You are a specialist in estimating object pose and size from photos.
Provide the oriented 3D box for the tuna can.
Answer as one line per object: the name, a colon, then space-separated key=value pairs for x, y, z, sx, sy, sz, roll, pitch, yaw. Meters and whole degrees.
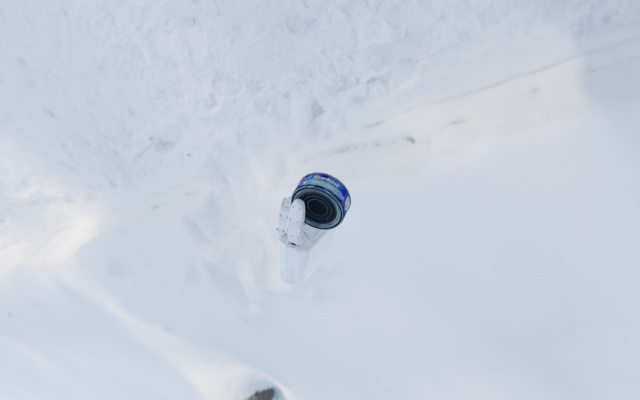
tuna can: x=0.000 y=0.003 z=0.707 sx=0.086 sy=0.086 sz=0.033 roll=0 pitch=38 yaw=26
